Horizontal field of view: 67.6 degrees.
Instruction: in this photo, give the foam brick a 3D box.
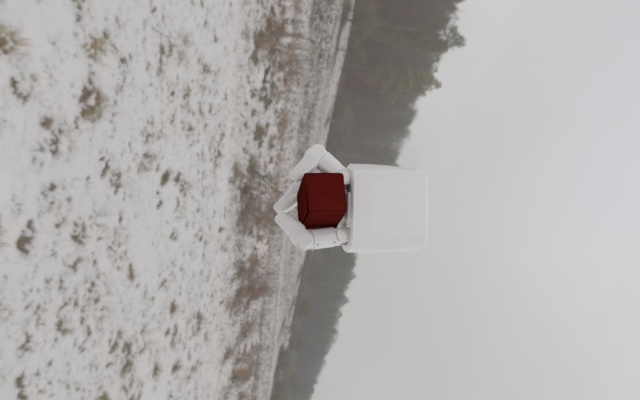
[{"bbox_3d":[0.000,0.002,0.618,0.051,0.053,0.078,0,-20,-10],"label":"foam brick"}]
